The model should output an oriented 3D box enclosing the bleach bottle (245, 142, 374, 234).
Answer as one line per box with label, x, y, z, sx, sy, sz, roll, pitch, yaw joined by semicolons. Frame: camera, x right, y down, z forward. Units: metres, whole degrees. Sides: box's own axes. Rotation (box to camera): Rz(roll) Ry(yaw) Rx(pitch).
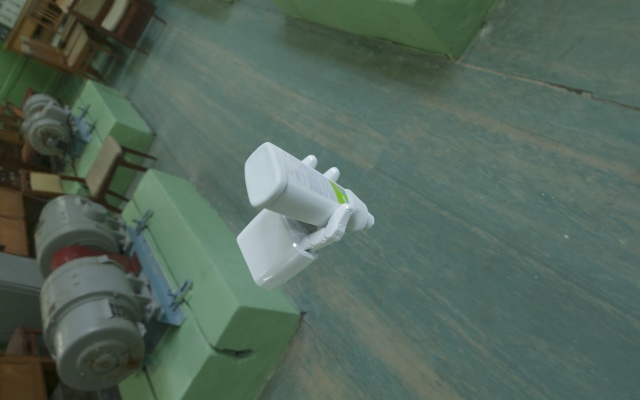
bleach bottle;0.000;0.002;0.748;0.068;0.102;0.251;-40;-44;25
